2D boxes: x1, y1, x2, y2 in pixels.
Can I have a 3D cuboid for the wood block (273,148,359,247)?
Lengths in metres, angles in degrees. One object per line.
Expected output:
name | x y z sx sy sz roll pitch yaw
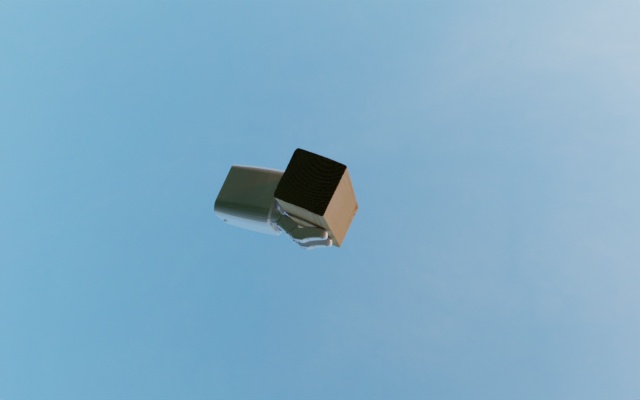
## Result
wood block | 0.000 0.002 0.820 0.090 0.091 0.206 21 -13 16
